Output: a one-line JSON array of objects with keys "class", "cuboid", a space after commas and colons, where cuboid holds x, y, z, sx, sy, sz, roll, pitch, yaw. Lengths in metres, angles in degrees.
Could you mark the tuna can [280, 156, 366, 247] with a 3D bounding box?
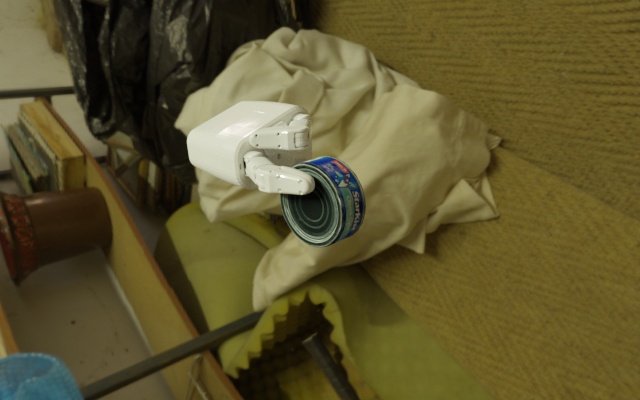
[{"class": "tuna can", "cuboid": [0.000, 0.002, 0.465, 0.086, 0.086, 0.033, 0, 14, 44]}]
